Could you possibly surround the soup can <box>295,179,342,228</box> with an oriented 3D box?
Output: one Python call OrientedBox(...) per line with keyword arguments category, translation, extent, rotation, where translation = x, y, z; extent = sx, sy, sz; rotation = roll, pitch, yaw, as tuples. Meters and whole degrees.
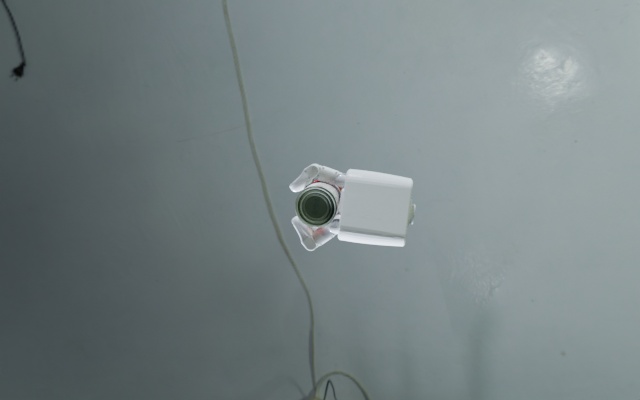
OrientedBox(category="soup can", translation=(0.000, 0.002, 0.781), extent=(0.068, 0.068, 0.102), rotation=(0, 10, 9))
